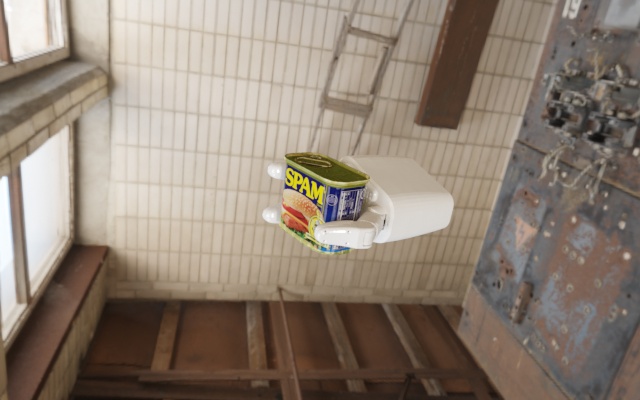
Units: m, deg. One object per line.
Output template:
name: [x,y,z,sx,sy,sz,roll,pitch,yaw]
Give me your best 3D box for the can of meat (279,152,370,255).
can of meat: [0.000,0.002,0.521,0.057,0.084,0.102,-8,26,-38]
